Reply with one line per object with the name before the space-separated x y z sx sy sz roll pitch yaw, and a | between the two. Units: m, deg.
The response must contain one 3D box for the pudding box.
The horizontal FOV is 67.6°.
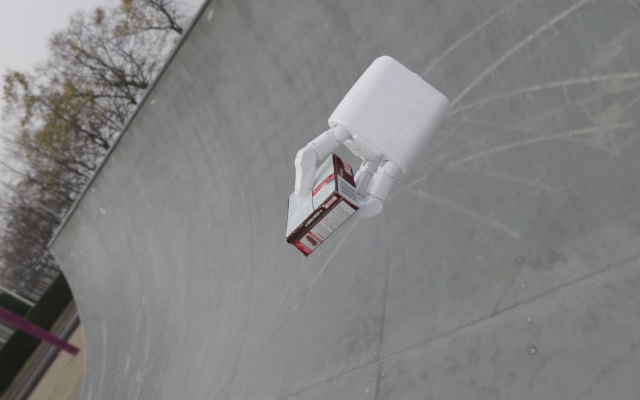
pudding box | 0.000 0.002 0.584 0.039 0.090 0.113 38 21 -18
